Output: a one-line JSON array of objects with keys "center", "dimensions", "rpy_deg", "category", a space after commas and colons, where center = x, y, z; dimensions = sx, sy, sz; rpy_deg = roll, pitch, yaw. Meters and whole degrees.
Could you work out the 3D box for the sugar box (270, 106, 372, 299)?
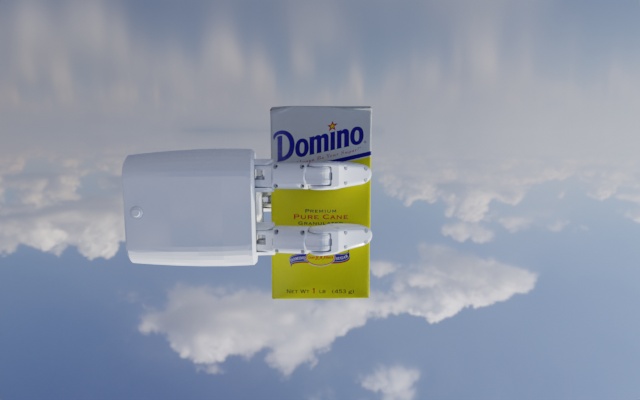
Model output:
[{"center": [0.000, 0.002, 0.446], "dimensions": [0.093, 0.176, 0.048], "rpy_deg": [-1, 9, -2], "category": "sugar box"}]
